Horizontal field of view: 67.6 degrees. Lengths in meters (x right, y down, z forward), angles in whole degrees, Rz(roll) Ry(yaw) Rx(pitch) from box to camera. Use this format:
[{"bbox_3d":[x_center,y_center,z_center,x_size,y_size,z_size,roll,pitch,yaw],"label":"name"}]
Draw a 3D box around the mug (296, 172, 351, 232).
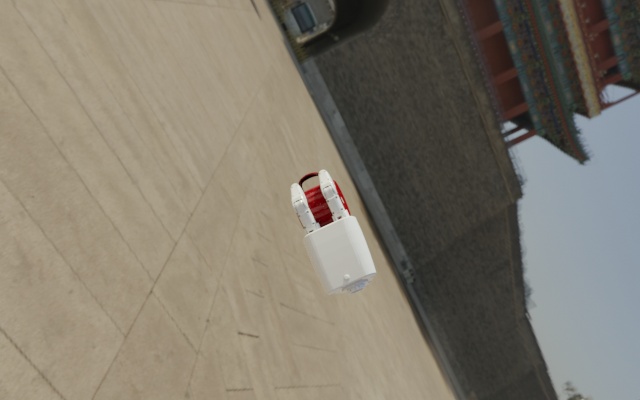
[{"bbox_3d":[0.000,0.002,0.876,0.081,0.117,0.093,-24,-17,8],"label":"mug"}]
